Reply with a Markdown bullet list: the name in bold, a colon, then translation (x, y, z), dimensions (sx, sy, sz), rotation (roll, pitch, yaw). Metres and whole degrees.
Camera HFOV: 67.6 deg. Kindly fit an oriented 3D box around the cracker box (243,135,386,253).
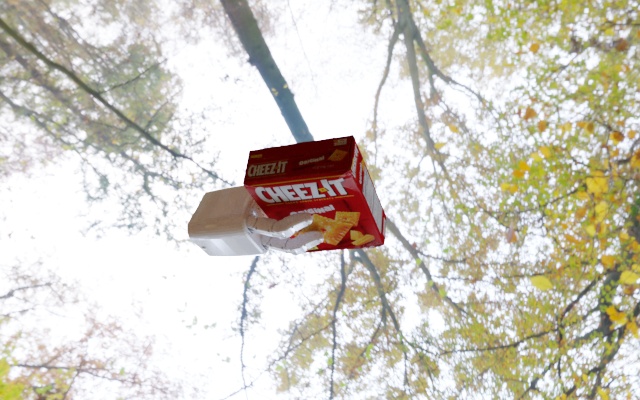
- **cracker box**: translation (0.000, 0.002, 0.744), dimensions (0.164, 0.072, 0.214), rotation (-7, -35, 18)
